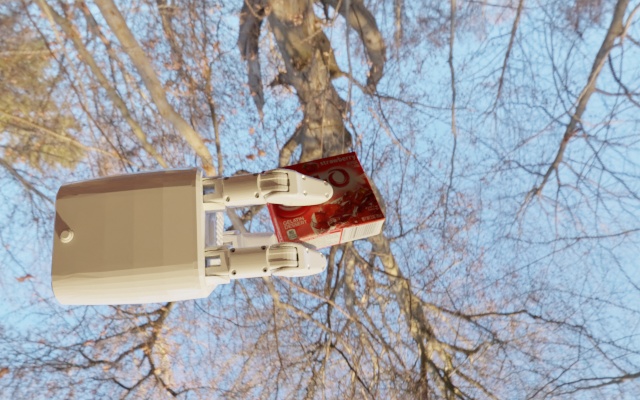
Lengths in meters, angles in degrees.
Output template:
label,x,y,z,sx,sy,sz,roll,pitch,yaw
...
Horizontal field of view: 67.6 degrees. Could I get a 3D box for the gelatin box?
label,x,y,z,sx,sy,sz,roll,pitch,yaw
gelatin box,0.000,0.002,0.407,0.089,0.073,0.030,-13,-30,-15
